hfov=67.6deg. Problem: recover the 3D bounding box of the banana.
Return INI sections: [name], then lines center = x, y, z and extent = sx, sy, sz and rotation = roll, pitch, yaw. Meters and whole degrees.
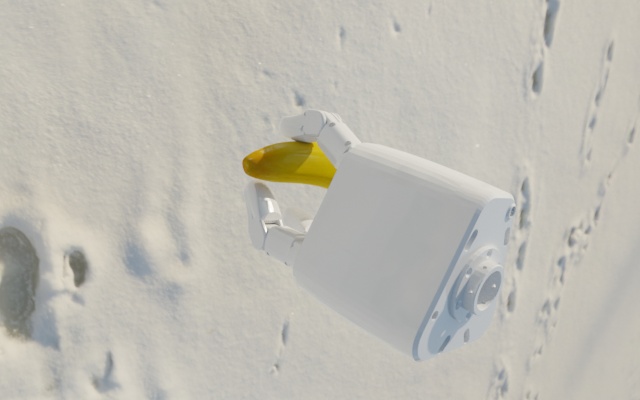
[banana]
center = 0.012, -0.013, 0.436
extent = 0.037, 0.069, 0.198
rotation = 31, -4, 40
